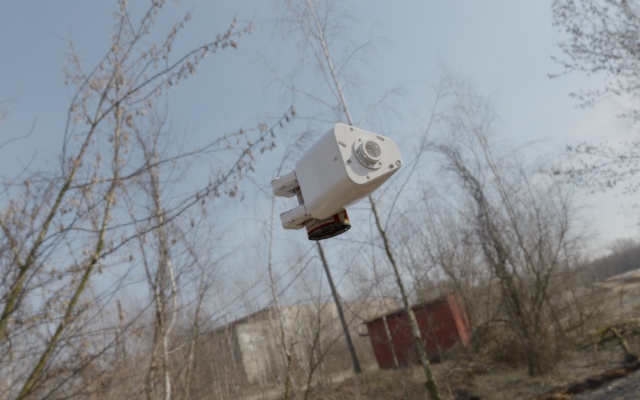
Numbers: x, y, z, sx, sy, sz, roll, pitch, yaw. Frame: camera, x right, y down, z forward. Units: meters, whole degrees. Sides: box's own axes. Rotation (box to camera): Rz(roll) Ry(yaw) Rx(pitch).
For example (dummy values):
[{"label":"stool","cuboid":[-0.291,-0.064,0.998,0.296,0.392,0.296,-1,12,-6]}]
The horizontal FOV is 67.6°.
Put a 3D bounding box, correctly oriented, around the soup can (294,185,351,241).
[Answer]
[{"label":"soup can","cuboid":[0.000,0.002,0.731,0.068,0.102,0.068,-15,-18,-5]}]
